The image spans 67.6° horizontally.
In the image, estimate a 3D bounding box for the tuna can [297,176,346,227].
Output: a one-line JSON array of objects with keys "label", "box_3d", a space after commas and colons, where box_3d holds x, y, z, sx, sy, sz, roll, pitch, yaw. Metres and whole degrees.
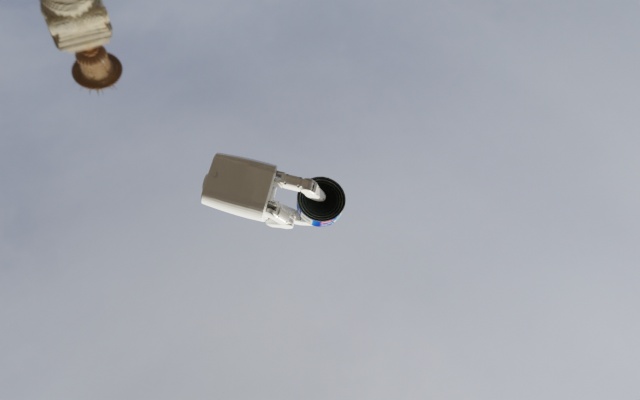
[{"label": "tuna can", "box_3d": [0.000, 0.003, 0.848, 0.086, 0.086, 0.034, 0, -23, -6]}]
